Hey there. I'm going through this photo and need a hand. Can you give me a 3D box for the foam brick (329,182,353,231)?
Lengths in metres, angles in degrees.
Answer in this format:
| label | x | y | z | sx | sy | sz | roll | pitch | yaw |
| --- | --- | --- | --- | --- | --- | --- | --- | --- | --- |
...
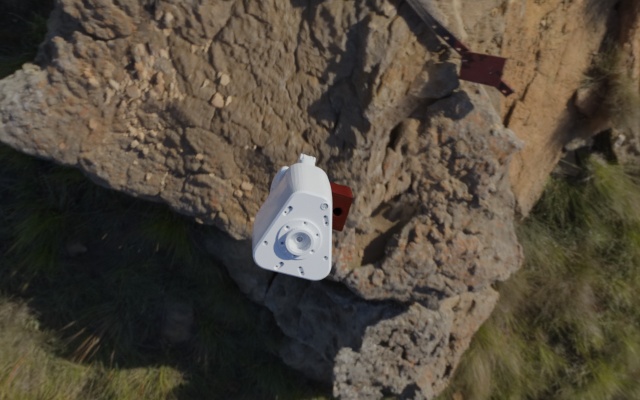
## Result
| label | x | y | z | sx | sy | sz | roll | pitch | yaw |
| --- | --- | --- | --- | --- | --- | --- | --- | --- | --- |
| foam brick | 0.000 | 0.002 | 0.660 | 0.078 | 0.053 | 0.051 | 15 | 17 | -9 |
